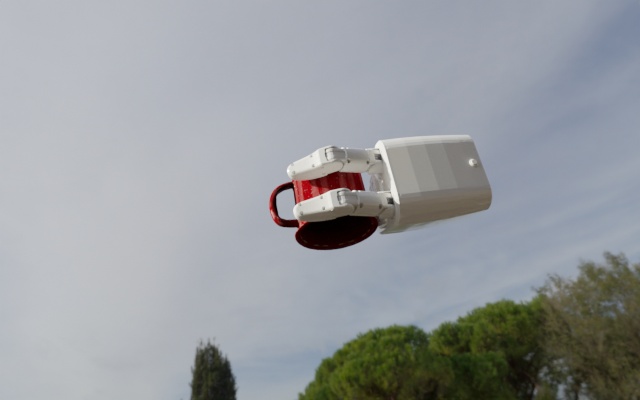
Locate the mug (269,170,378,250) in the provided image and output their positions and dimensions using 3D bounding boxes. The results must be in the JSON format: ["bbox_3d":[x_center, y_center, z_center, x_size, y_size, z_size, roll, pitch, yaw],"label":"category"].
[{"bbox_3d":[-0.001,0.002,0.543,0.117,0.081,0.093,-6,-30,-8],"label":"mug"}]
